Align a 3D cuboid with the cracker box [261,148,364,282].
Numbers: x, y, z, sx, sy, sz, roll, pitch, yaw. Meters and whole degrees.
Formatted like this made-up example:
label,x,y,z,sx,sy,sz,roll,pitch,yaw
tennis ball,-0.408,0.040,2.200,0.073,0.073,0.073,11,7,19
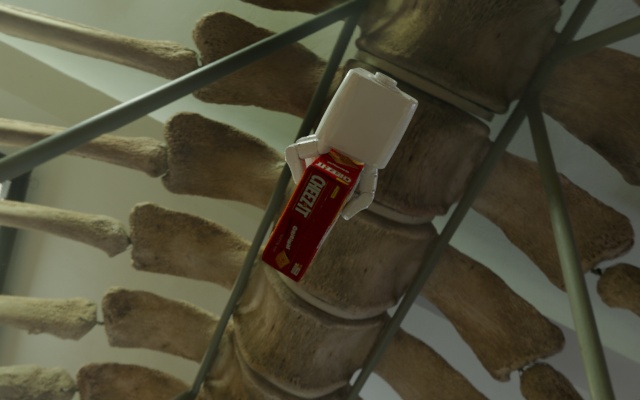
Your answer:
label,x,y,z,sx,sy,sz,roll,pitch,yaw
cracker box,0.000,0.002,0.736,0.072,0.164,0.213,29,22,4
